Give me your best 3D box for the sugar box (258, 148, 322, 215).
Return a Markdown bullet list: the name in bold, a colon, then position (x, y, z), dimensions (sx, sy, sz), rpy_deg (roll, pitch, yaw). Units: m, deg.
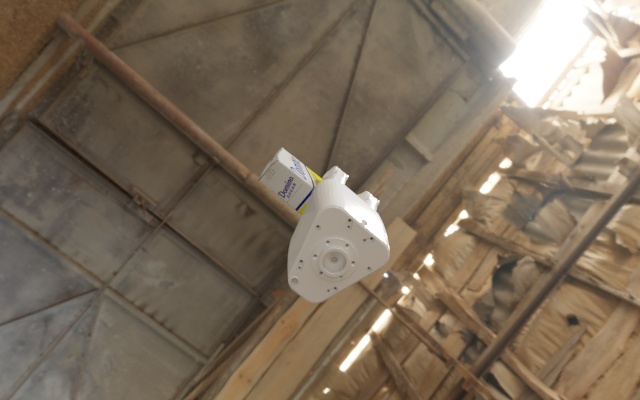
- **sugar box**: position (0.001, 0.002, 0.658), dimensions (0.176, 0.048, 0.093), rpy_deg (41, 12, -11)
